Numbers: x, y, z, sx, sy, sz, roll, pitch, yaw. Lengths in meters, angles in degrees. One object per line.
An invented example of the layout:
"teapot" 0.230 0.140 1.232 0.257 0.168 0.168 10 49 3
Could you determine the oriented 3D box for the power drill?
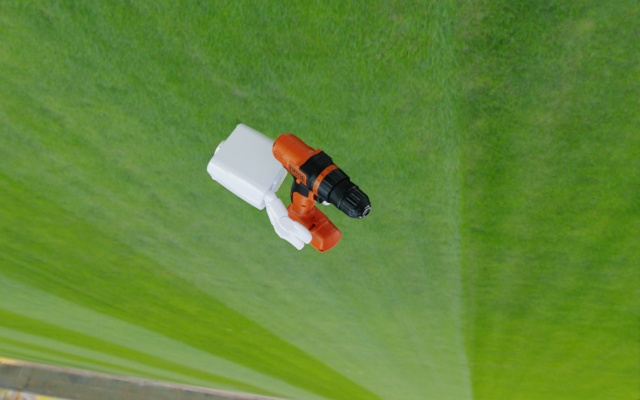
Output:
"power drill" 0.000 0.003 0.752 0.057 0.184 0.188 -36 -27 -25
